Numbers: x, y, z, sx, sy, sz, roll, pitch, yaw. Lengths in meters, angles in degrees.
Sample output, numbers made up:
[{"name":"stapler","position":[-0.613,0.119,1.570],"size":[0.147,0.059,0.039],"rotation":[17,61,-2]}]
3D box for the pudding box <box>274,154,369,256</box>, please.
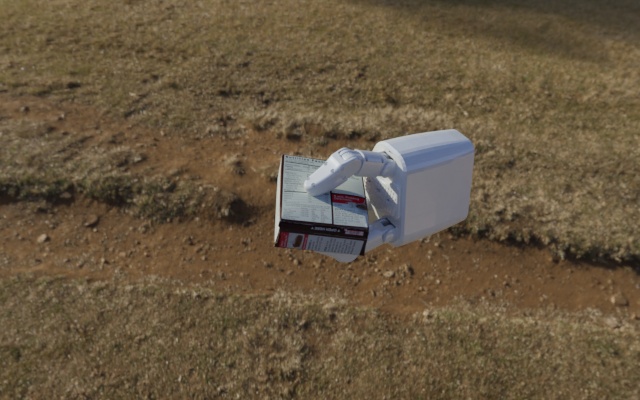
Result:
[{"name":"pudding box","position":[0.000,0.001,0.490],"size":[0.090,0.039,0.113],"rotation":[6,38,-7]}]
